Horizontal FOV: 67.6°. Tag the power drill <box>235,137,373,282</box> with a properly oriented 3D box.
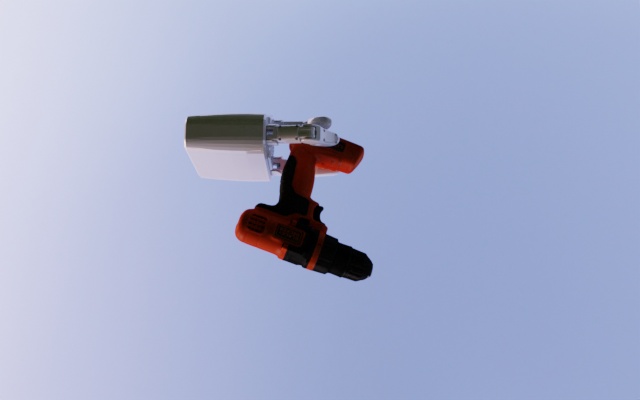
[{"bbox_3d":[0.000,0.002,0.642,0.184,0.187,0.057,21,-27,-5],"label":"power drill"}]
